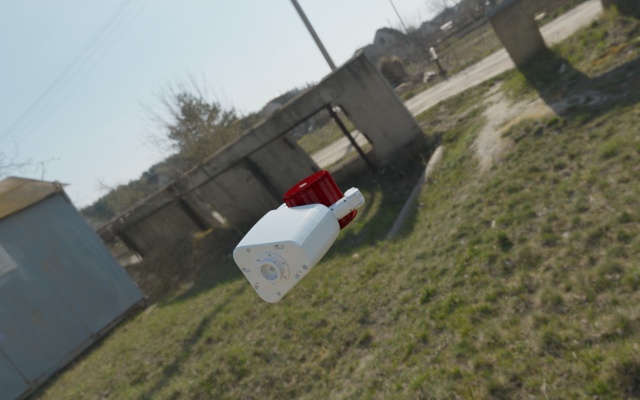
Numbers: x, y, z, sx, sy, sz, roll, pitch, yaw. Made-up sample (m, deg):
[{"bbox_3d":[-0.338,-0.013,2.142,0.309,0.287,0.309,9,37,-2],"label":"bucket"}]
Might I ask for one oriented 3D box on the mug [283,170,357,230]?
[{"bbox_3d":[0.001,0.002,0.742,0.093,0.081,0.117,-26,13,29],"label":"mug"}]
